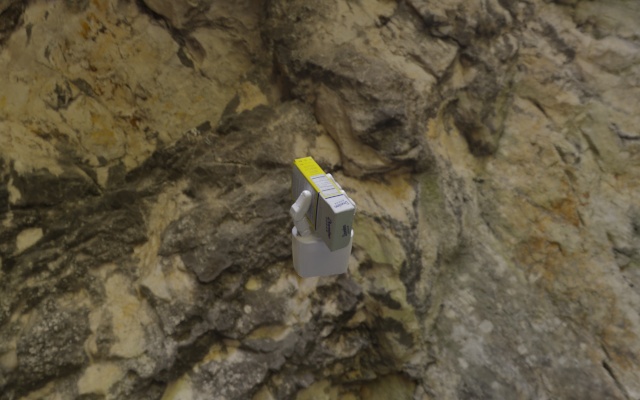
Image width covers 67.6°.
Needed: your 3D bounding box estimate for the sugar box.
[{"bbox_3d":[0.001,0.003,0.889,0.048,0.093,0.176,-16,43,-25],"label":"sugar box"}]
